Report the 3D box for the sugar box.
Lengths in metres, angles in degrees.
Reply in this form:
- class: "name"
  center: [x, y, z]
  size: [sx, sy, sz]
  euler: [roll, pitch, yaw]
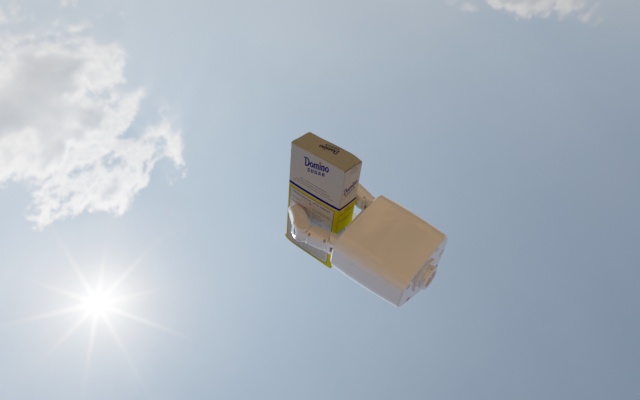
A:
- class: "sugar box"
  center: [0.001, 0.002, 0.666]
  size: [0.093, 0.176, 0.048]
  euler: [32, 43, 26]
